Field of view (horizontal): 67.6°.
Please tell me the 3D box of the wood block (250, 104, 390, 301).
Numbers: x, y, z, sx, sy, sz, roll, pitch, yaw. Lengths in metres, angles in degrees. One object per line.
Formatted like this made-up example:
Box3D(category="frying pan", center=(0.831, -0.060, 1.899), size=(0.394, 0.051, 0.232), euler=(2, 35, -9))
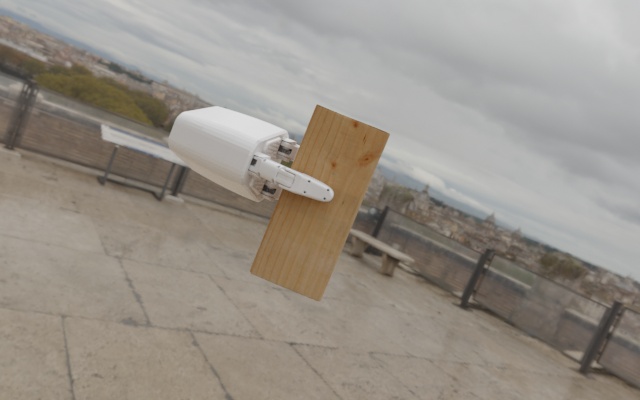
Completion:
Box3D(category="wood block", center=(0.000, 0.002, 0.577), size=(0.090, 0.206, 0.091), euler=(22, 5, 2))
